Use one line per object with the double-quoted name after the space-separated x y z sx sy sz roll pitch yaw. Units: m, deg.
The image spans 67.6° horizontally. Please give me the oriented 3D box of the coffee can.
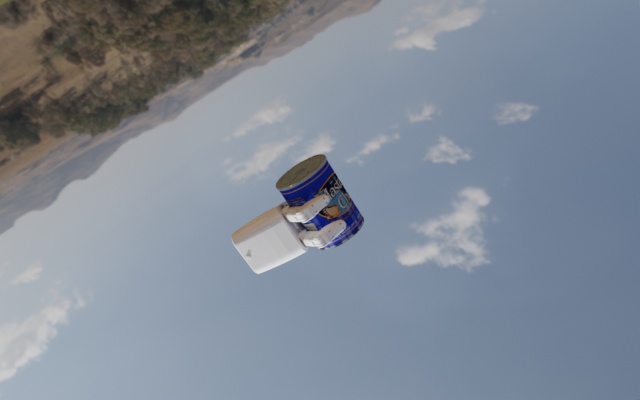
0.000 0.003 0.856 0.103 0.140 0.102 -29 19 11 "coffee can"
